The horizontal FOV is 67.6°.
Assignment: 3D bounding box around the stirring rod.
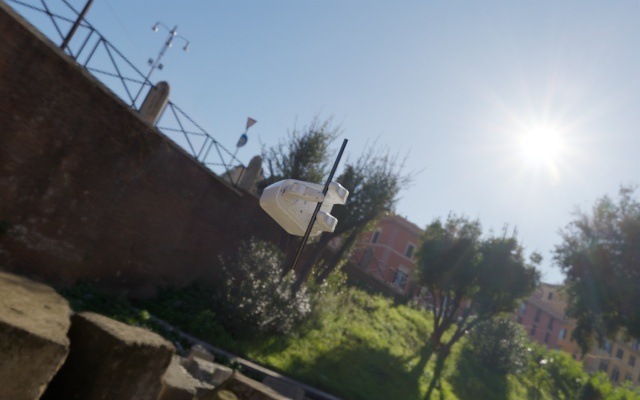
[{"bbox_3d":[0.000,0.003,0.794,0.011,0.239,0.011,21,-14,6],"label":"stirring rod"}]
